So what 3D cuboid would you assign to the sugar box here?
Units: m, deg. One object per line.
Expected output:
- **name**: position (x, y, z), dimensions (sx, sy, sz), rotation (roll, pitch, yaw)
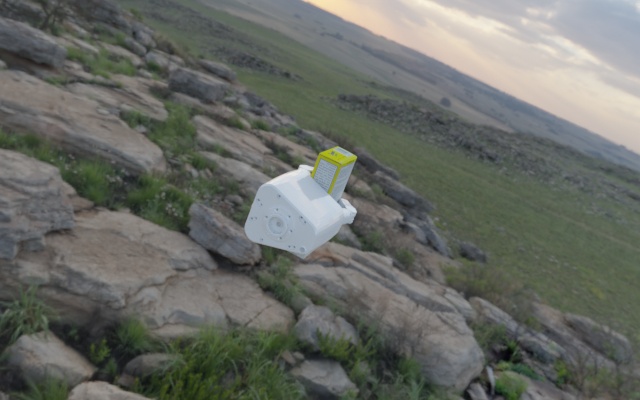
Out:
- **sugar box**: position (0.000, 0.002, 0.792), dimensions (0.048, 0.176, 0.093), rotation (29, 21, 13)
